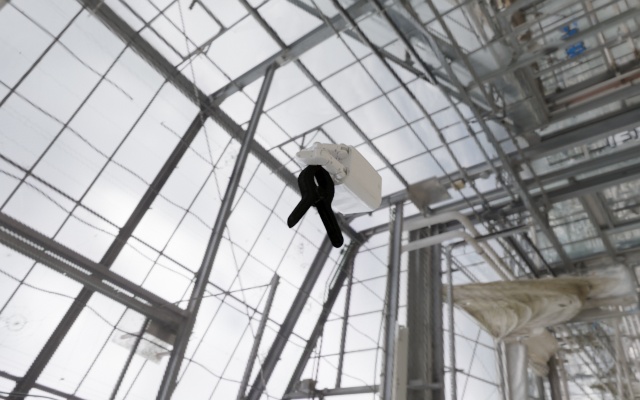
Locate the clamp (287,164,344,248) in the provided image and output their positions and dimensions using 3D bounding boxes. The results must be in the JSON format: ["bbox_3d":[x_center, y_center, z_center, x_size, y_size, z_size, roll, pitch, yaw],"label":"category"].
[{"bbox_3d":[0.000,0.003,0.854,0.039,0.171,0.120,-24,-48,37],"label":"clamp"}]
